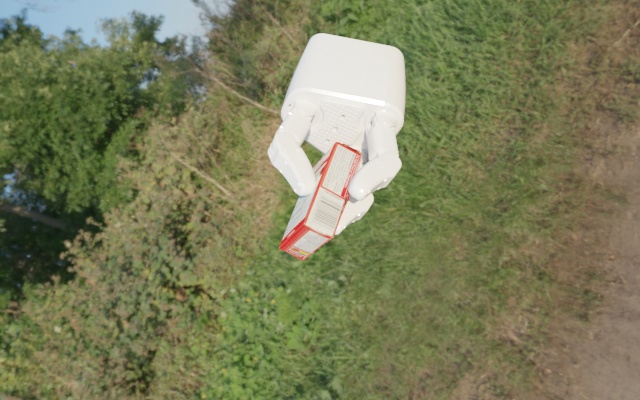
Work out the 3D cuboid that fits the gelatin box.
[{"bbox_3d":[0.000,0.001,0.427,0.030,0.089,0.073,27,-28,-11],"label":"gelatin box"}]
